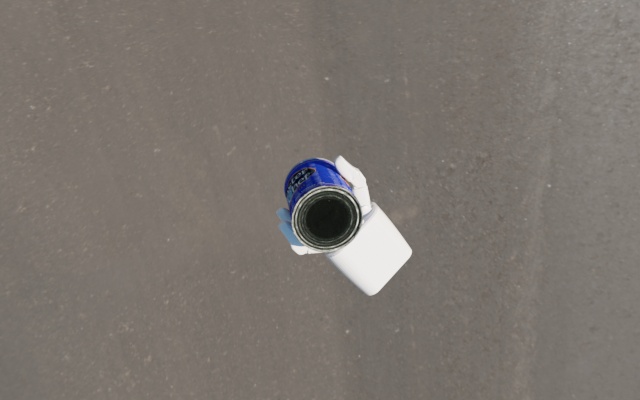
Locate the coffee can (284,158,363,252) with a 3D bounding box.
[{"bbox_3d":[0.000,0.002,0.733,0.103,0.103,0.140,0,21,-9],"label":"coffee can"}]
